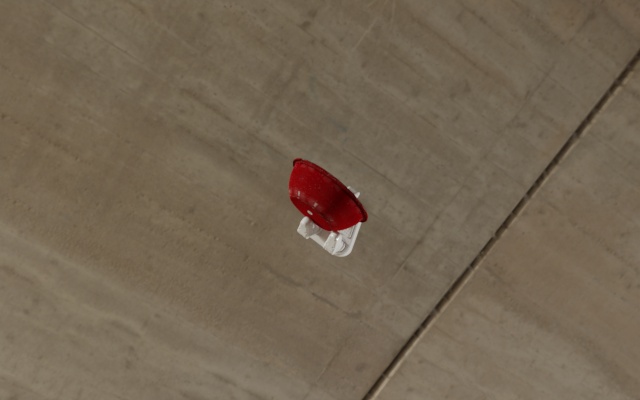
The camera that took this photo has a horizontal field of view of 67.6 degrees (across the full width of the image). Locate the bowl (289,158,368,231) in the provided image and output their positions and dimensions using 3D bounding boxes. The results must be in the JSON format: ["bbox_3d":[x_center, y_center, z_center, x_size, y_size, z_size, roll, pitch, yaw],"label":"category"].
[{"bbox_3d":[0.000,0.002,0.806,0.162,0.055,0.162,37,-14,11],"label":"bowl"}]
